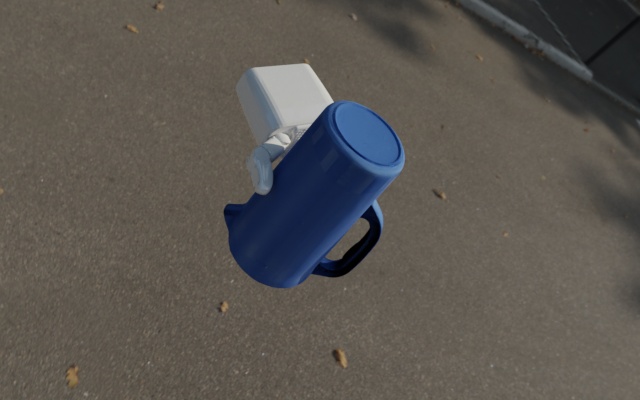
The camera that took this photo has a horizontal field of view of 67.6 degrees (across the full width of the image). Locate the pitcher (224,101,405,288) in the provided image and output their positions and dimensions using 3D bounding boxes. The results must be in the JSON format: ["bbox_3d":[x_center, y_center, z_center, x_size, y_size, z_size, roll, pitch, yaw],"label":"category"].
[{"bbox_3d":[0.000,0.002,0.593,0.149,0.145,0.243,-6,-31,-41],"label":"pitcher"}]
